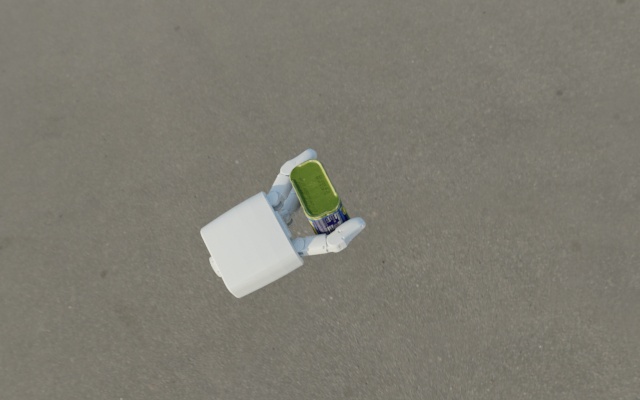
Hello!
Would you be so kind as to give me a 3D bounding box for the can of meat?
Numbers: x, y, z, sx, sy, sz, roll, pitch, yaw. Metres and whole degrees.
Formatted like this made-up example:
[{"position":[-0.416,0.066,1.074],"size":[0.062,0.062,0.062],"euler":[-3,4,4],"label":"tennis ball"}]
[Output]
[{"position":[0.000,0.002,0.685],"size":[0.057,0.102,0.084],"euler":[-27,-33,0],"label":"can of meat"}]
